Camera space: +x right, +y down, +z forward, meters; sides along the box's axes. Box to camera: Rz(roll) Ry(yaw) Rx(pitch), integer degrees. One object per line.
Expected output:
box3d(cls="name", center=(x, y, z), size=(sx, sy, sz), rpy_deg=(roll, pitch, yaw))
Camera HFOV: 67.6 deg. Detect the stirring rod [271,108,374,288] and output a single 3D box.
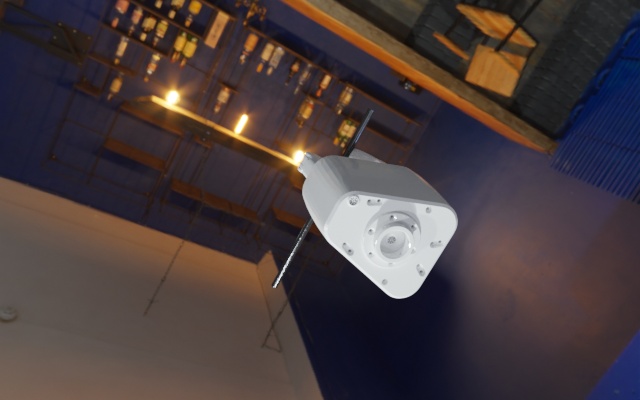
box3d(cls="stirring rod", center=(0.000, 0.002, 0.558), size=(0.011, 0.239, 0.011), rpy_deg=(27, 12, -7))
